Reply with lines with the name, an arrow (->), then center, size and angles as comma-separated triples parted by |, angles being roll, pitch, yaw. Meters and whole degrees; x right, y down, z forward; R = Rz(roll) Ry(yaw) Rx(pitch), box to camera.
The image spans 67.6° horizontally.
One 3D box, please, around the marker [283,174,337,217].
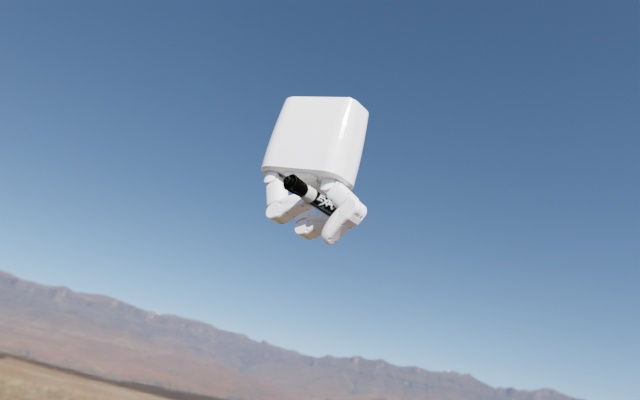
marker -> 0.000, 0.002, 0.540 | 0.020, 0.020, 0.121 | 0, -23, 40
